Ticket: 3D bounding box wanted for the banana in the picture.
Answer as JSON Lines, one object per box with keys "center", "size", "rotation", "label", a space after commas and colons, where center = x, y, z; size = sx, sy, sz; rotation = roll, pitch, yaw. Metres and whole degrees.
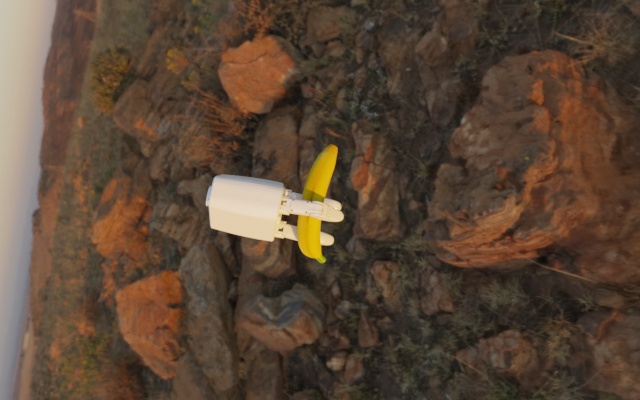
{"center": [-0.007, 0.007, 0.763], "size": [0.037, 0.198, 0.069], "rotation": [11, 8, 21], "label": "banana"}
